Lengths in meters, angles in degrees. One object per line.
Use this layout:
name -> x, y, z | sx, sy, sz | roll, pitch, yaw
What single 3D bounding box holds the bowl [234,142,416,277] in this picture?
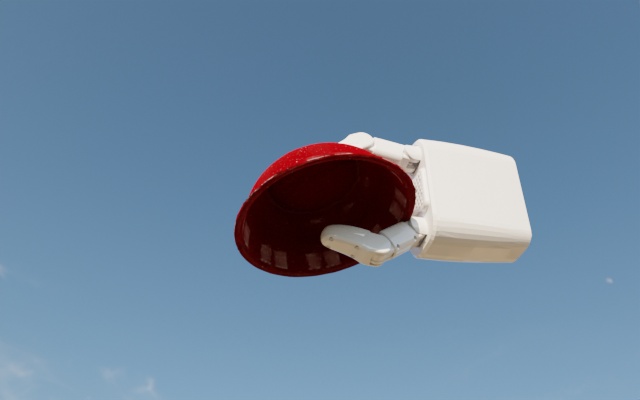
bowl -> -0.001, 0.001, 0.429 | 0.162, 0.055, 0.162 | -11, -40, -9
